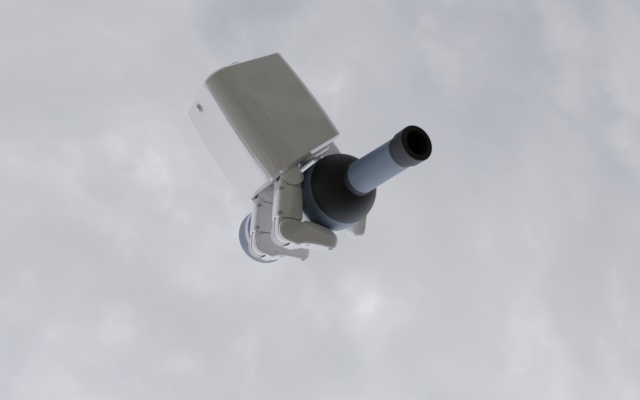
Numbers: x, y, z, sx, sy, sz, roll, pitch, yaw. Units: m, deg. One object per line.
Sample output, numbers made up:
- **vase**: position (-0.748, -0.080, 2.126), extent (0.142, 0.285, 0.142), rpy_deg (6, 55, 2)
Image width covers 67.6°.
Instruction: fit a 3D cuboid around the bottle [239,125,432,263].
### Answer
- **bottle**: position (0.000, 0.002, 0.459), extent (0.069, 0.069, 0.296), rpy_deg (0, -17, -29)
